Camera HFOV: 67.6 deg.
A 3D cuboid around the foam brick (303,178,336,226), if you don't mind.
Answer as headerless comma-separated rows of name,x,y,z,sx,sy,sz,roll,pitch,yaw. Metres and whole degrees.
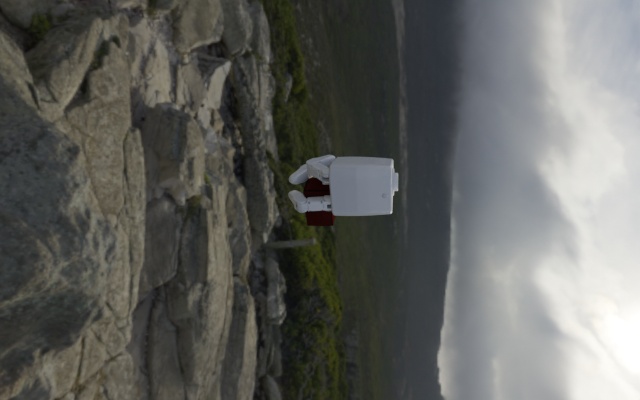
foam brick,0.000,0.003,0.895,0.051,0.078,0.053,0,31,10
